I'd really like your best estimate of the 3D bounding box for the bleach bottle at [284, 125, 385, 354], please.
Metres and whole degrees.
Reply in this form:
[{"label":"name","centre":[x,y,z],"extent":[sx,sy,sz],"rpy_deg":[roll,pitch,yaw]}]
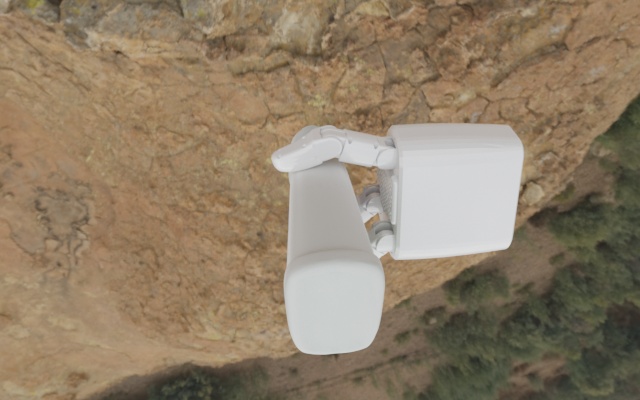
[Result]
[{"label":"bleach bottle","centre":[0.000,0.001,0.422],"extent":[0.068,0.103,0.250],"rpy_deg":[-3,39,-3]}]
